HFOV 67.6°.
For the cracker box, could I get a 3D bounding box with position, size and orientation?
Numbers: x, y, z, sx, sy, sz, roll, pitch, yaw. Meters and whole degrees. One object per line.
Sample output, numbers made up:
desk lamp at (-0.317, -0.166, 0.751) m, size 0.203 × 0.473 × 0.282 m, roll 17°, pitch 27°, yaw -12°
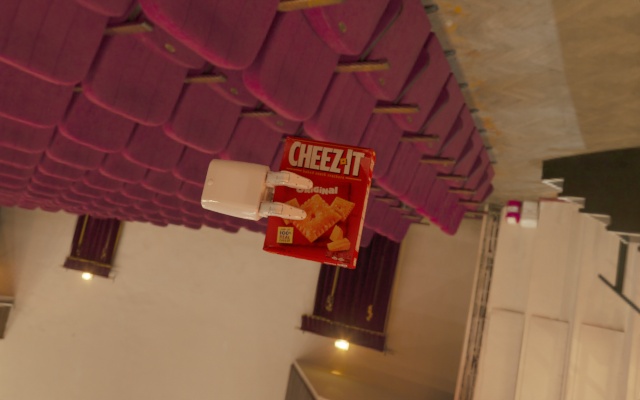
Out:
cracker box at (0.000, 0.003, 0.862) m, size 0.164 × 0.213 × 0.072 m, roll 10°, pitch -8°, yaw 10°
